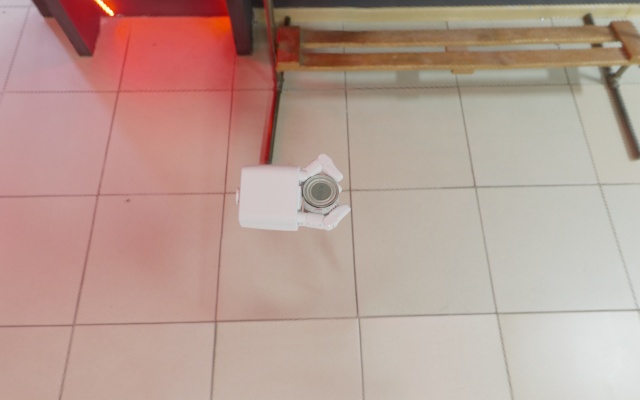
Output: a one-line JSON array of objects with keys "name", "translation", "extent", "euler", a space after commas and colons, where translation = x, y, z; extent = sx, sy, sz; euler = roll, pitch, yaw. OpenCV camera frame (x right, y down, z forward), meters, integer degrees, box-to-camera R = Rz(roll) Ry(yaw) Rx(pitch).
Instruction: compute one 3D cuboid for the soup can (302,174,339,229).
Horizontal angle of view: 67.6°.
[{"name": "soup can", "translation": [0.001, 0.003, 0.892], "extent": [0.068, 0.068, 0.102], "euler": [0, -25, 0]}]
